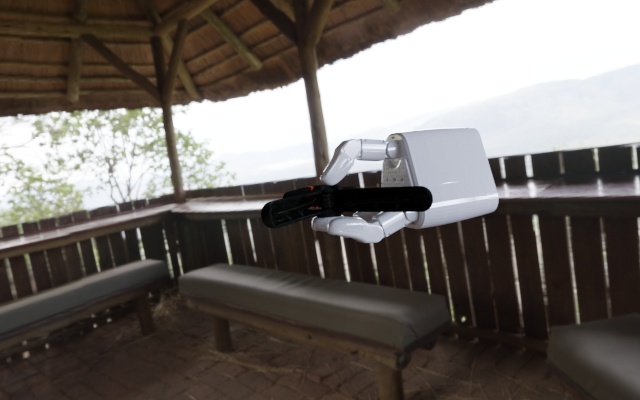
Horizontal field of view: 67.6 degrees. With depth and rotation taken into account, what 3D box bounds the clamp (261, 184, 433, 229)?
[{"bbox_3d":[0.000,0.001,0.526,0.164,0.036,0.210,-5,4,-19],"label":"clamp"}]
